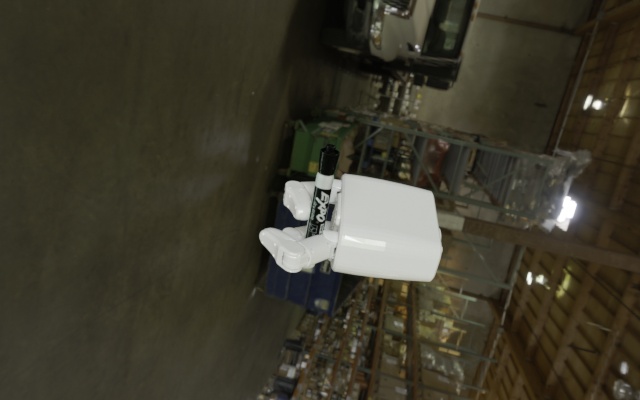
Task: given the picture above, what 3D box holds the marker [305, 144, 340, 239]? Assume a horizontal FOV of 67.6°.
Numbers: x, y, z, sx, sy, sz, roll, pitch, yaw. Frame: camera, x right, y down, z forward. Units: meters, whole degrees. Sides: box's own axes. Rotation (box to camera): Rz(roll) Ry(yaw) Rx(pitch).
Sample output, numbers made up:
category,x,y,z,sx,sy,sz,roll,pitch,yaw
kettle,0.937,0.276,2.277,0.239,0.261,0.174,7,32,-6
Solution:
category,x,y,z,sx,sy,sz,roll,pitch,yaw
marker,0.000,0.002,0.473,0.020,0.121,0.020,9,27,-4
